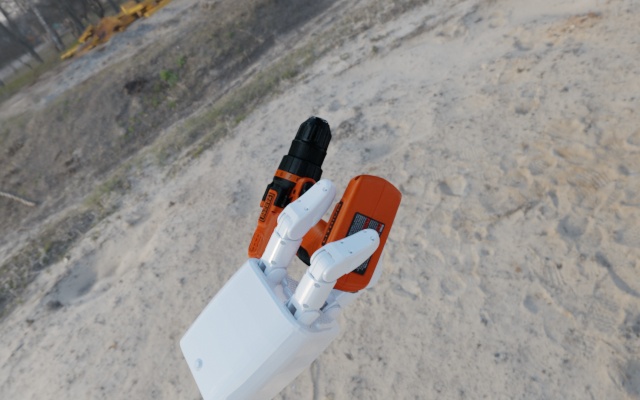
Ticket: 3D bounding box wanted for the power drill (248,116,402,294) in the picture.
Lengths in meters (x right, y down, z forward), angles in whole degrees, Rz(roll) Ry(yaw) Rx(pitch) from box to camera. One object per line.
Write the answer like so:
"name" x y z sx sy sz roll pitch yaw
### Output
"power drill" 0.000 0.002 0.492 0.057 0.184 0.187 20 -1 -29
